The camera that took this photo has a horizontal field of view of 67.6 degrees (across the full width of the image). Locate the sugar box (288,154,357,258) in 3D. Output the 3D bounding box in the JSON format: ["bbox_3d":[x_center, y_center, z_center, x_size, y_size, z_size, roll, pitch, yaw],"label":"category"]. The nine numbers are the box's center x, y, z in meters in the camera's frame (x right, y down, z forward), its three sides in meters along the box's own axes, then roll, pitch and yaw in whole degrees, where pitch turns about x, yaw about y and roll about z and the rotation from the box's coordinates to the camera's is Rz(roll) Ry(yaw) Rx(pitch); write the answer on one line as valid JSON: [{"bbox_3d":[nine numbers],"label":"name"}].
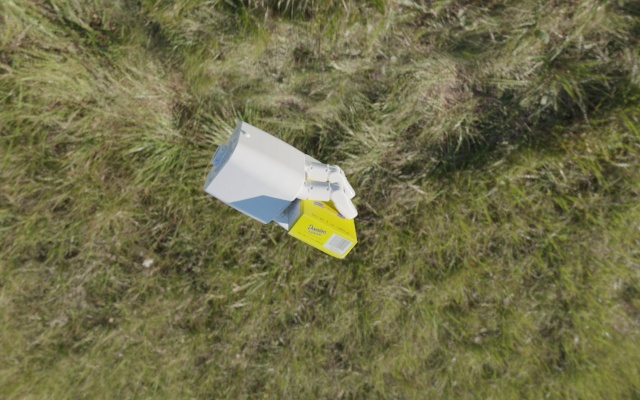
[{"bbox_3d":[0.000,0.002,0.722,0.093,0.048,0.176,28,30,-21],"label":"sugar box"}]
